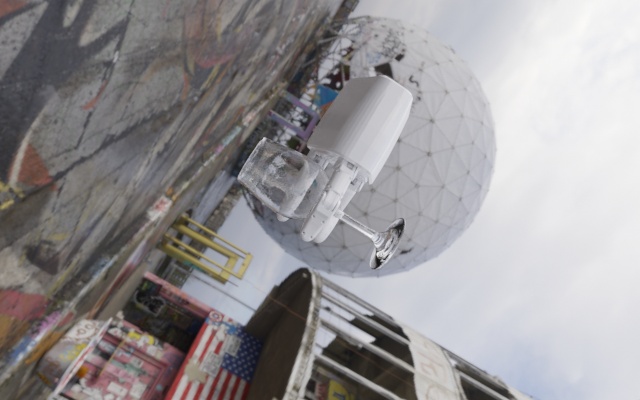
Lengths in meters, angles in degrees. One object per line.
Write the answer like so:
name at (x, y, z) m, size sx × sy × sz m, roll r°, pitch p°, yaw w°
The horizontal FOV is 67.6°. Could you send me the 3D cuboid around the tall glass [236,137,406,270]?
tall glass at (0.001, 0.002, 0.579) m, size 0.201 × 0.079 × 0.079 m, roll 31°, pitch -5°, yaw -8°
